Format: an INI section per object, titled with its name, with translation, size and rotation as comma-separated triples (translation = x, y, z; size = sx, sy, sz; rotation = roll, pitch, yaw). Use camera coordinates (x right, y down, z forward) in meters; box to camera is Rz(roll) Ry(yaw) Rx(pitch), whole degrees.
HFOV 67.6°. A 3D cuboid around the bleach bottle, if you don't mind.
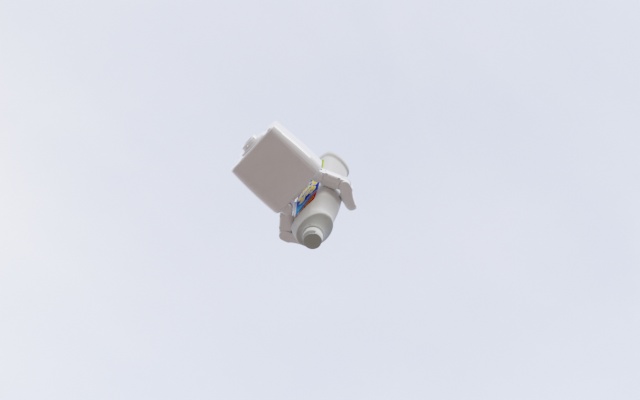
[bleach bottle]
translation = 0.000, 0.003, 0.830
size = 0.102, 0.068, 0.250
rotation = -42, 17, 20
